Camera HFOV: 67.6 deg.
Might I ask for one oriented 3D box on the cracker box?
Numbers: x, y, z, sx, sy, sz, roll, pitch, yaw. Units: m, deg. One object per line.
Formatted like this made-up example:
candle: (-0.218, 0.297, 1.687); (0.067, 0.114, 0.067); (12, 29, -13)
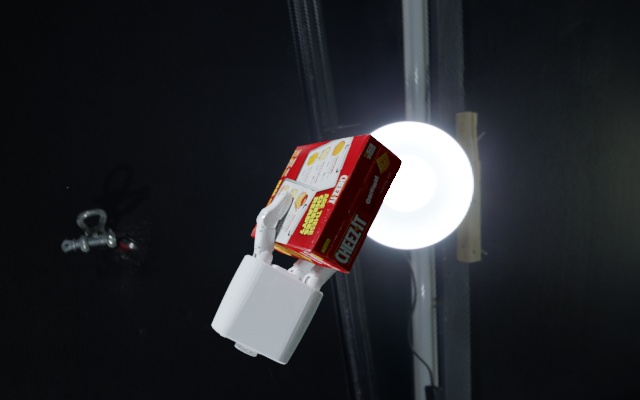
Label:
cracker box: (0.000, 0.002, 0.669); (0.072, 0.164, 0.213); (32, -13, -25)
